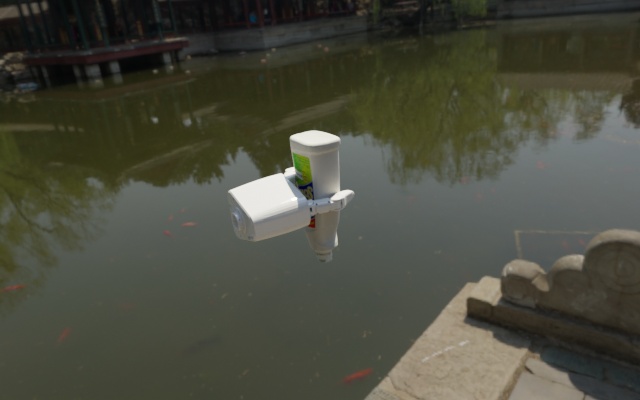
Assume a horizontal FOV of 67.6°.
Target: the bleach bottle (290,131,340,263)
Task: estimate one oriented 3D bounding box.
[{"bbox_3d":[0.000,0.003,0.887,0.068,0.251,0.102,-18,25,-26],"label":"bleach bottle"}]
